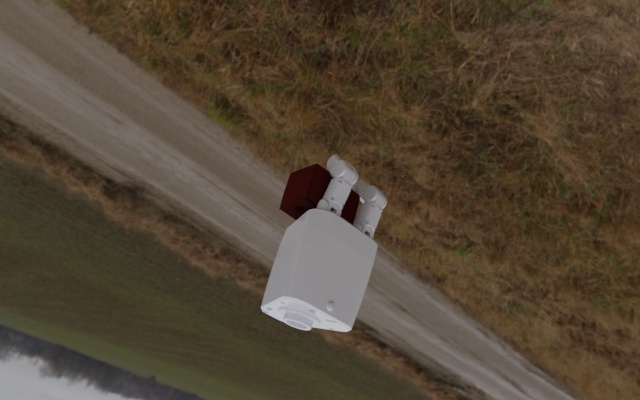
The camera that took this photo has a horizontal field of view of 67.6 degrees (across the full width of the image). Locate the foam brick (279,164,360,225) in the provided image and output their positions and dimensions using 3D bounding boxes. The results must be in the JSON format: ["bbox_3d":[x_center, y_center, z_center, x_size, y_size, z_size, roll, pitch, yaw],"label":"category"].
[{"bbox_3d":[0.000,0.002,0.573,0.078,0.051,0.053,35,-33,-28],"label":"foam brick"}]
